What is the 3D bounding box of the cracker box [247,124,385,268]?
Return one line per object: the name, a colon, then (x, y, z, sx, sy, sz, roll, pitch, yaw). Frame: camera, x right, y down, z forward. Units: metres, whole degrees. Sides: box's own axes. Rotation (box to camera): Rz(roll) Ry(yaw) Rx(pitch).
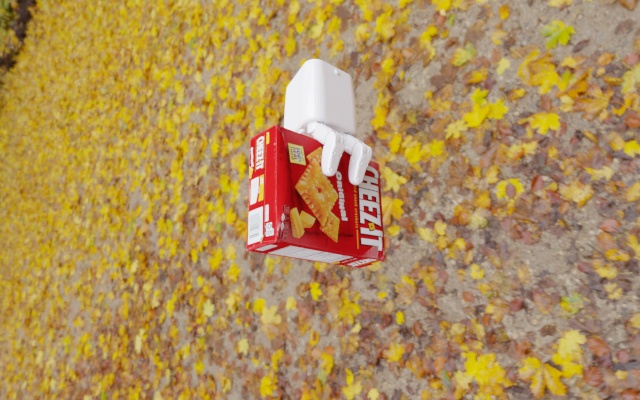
cracker box: (0.000, 0.002, 0.695, 0.214, 0.164, 0.072, 15, -24, -40)
